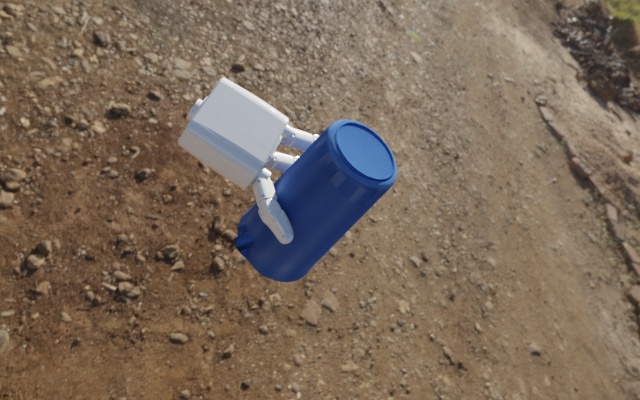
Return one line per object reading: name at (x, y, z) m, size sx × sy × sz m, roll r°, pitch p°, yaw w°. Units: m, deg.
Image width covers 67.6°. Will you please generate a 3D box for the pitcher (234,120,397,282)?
pitcher at (0.000, 0.002, 0.667) m, size 0.145 × 0.149 × 0.243 m, roll 34°, pitch -47°, yaw -12°
